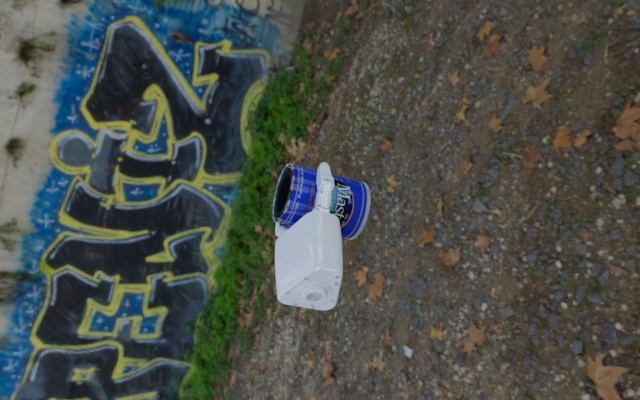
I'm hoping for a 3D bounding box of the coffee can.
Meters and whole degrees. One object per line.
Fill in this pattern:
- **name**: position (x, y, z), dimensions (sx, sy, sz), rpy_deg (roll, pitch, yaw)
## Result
- **coffee can**: position (0.000, 0.003, 0.814), dimensions (0.140, 0.103, 0.103), rpy_deg (14, -5, -18)
